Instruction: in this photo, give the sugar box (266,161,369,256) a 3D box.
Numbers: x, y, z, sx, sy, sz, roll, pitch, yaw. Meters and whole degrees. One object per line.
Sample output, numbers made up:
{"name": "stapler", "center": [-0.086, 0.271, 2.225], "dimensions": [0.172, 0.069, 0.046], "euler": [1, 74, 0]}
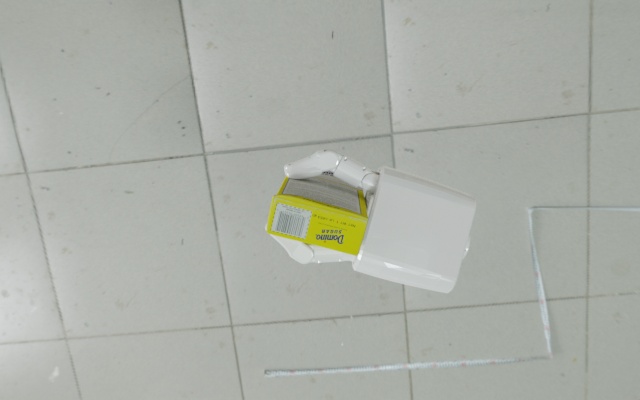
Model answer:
{"name": "sugar box", "center": [0.000, 0.002, 0.529], "dimensions": [0.093, 0.048, 0.176], "euler": [15, 13, -1]}
